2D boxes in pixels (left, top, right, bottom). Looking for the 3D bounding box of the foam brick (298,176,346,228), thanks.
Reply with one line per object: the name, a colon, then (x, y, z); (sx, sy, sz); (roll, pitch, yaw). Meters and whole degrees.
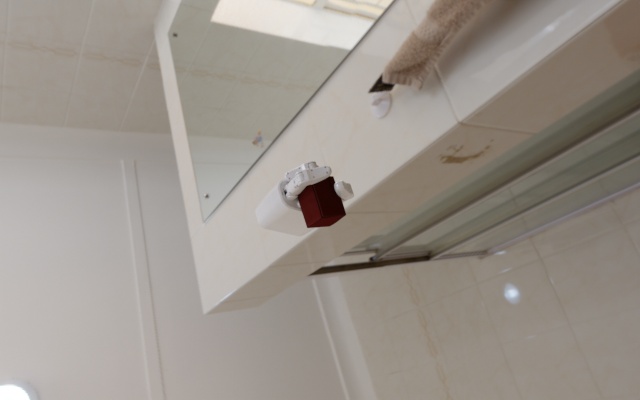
foam brick: (0.000, 0.003, 0.820); (0.053, 0.078, 0.051); (-2, -24, -37)
